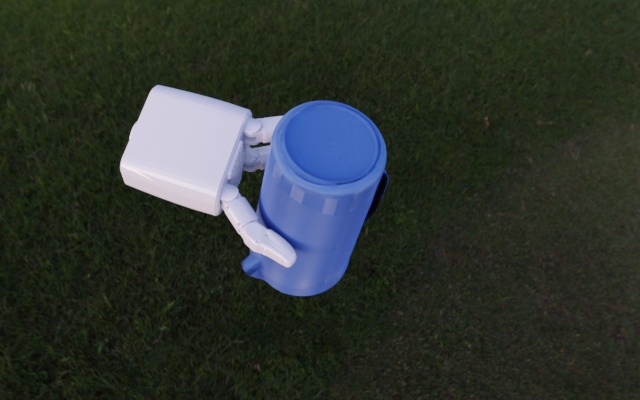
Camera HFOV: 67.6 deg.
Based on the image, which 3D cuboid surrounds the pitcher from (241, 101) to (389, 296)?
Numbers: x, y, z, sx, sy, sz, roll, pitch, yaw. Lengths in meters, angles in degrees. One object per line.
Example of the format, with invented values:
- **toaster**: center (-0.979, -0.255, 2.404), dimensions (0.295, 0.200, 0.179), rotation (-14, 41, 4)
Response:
- **pitcher**: center (0.000, 0.002, 0.536), dimensions (0.145, 0.149, 0.243), rotation (19, -31, 0)
